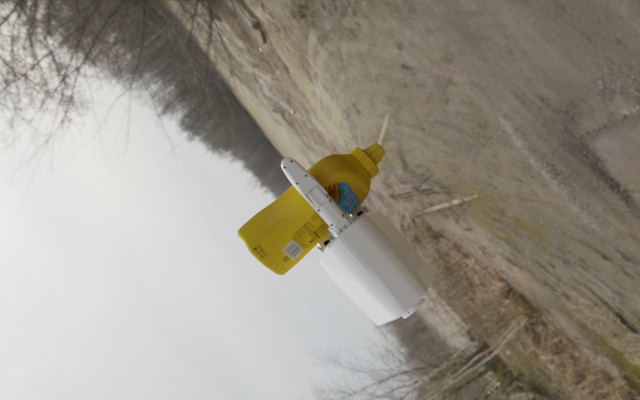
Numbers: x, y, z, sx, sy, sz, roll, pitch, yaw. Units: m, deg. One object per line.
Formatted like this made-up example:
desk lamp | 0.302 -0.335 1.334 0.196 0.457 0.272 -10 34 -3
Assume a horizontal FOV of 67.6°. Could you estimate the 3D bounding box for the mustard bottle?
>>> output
mustard bottle | 0.000 0.002 0.560 0.058 0.191 0.096 48 -2 35
